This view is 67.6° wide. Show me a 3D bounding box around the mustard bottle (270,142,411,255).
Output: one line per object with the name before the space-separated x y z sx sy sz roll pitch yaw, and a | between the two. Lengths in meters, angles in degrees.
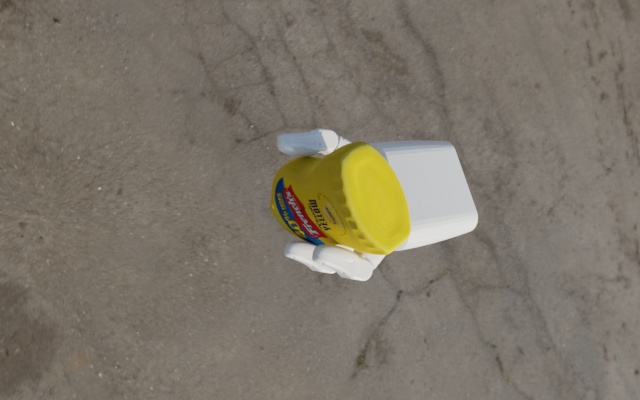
mustard bottle | 0.000 0.002 0.469 0.058 0.096 0.191 -36 16 -26
